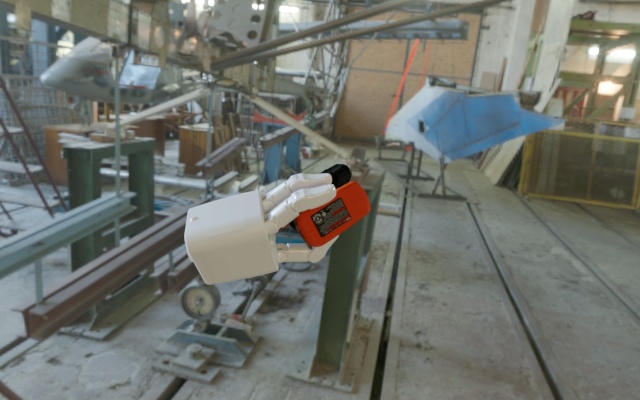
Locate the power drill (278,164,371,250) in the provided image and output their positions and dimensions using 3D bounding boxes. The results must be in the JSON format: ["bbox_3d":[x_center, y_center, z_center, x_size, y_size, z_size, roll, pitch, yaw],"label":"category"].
[{"bbox_3d":[0.000,0.003,0.726,0.184,0.057,0.187,-35,15,-15],"label":"power drill"}]
